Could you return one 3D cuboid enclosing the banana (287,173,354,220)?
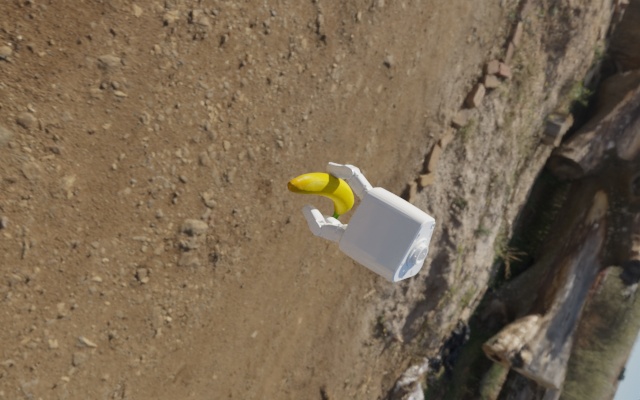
[{"bbox_3d":[0.013,-0.011,0.812,0.037,0.069,0.198,40,1,31],"label":"banana"}]
